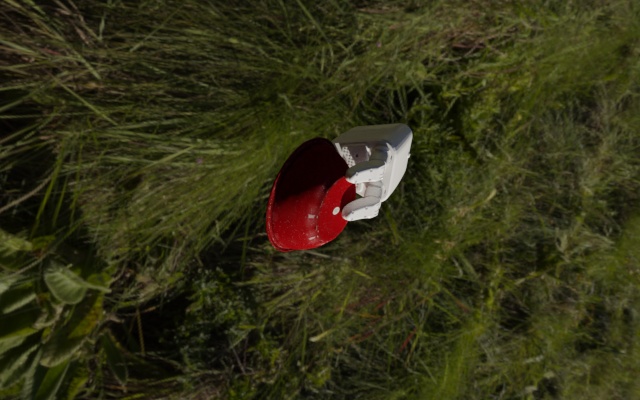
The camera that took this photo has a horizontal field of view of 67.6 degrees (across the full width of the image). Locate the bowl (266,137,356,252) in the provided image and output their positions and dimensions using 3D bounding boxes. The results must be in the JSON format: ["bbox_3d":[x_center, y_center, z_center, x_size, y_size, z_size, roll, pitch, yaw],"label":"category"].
[{"bbox_3d":[0.000,0.003,0.626,0.055,0.162,0.162,23,11,28],"label":"bowl"}]
